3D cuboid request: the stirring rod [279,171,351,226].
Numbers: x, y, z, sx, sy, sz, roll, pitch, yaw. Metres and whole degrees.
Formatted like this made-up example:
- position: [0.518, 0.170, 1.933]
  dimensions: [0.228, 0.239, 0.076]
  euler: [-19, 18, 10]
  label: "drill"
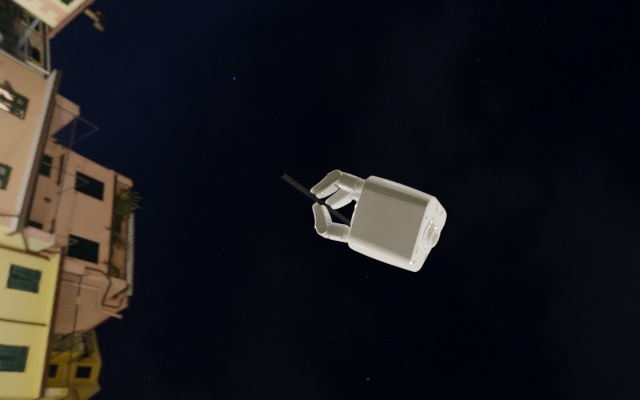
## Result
- position: [0.000, 0.003, 0.762]
  dimensions: [0.011, 0.011, 0.240]
  euler: [0, -19, 28]
  label: "stirring rod"
